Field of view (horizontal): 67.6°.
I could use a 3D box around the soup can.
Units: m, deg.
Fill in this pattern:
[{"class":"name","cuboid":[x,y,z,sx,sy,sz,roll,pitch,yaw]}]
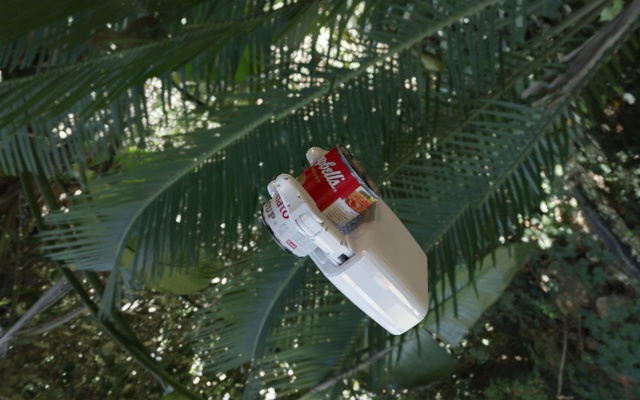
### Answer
[{"class":"soup can","cuboid":[0.000,0.001,0.474,0.102,0.068,0.068,-39,-11,13]}]
